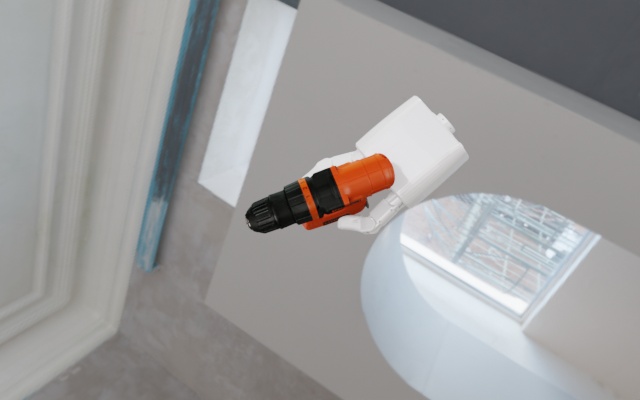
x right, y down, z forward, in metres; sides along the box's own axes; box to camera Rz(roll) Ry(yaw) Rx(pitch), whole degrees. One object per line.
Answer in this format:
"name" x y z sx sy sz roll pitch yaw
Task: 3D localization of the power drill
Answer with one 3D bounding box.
"power drill" 0.000 0.002 0.632 0.184 0.057 0.187 -19 -5 -2
